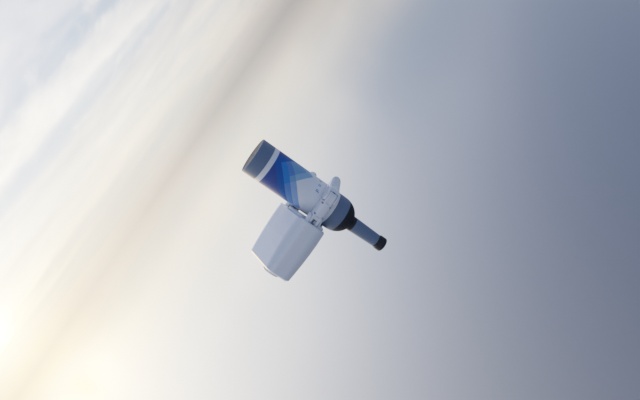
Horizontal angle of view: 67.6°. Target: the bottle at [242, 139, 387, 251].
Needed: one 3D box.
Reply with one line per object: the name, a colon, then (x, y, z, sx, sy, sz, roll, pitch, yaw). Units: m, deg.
bottle: (0.000, 0.003, 0.857, 0.296, 0.069, 0.069, 35, -11, -16)
